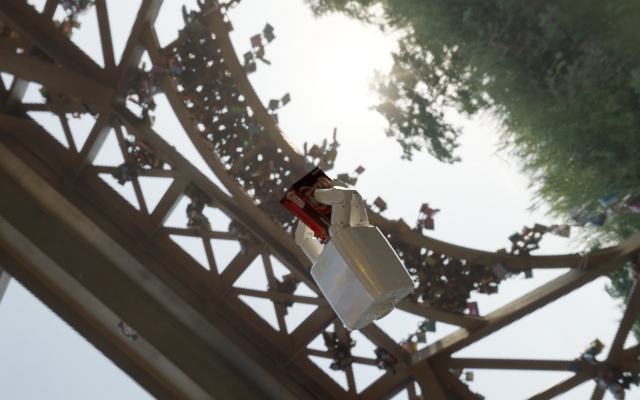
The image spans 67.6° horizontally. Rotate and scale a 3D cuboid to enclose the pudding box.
[{"bbox_3d":[0.000,0.003,0.727,0.090,0.039,0.113,42,26,2],"label":"pudding box"}]
